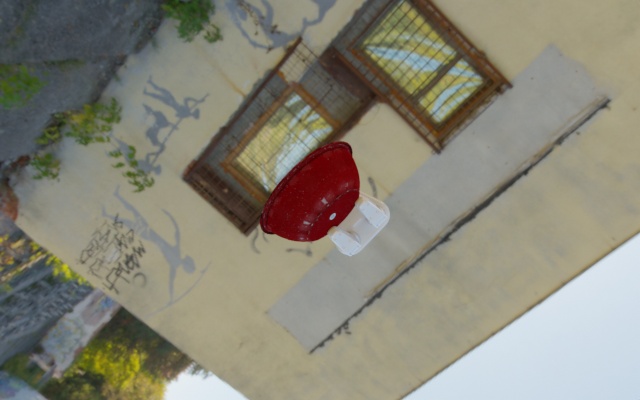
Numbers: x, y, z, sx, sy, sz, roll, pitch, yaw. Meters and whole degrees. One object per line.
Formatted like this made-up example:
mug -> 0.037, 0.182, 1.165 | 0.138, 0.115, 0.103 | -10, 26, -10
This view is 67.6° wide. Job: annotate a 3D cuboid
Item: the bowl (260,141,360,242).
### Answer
bowl -> 0.000, 0.002, 0.622 | 0.055, 0.162, 0.162 | 45, 19, 20
